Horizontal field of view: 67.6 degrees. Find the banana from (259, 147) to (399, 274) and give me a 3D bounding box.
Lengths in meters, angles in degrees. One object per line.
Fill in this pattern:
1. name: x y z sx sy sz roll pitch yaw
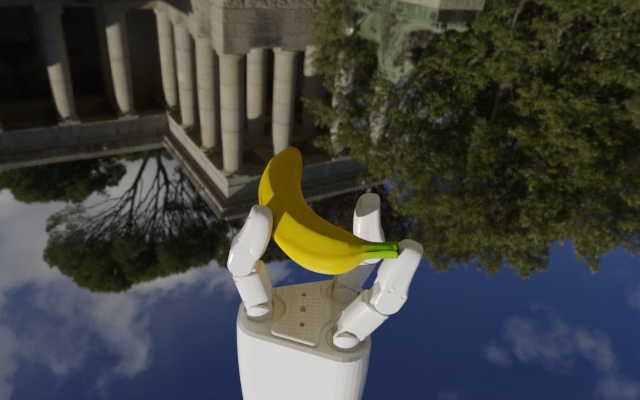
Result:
1. banana: -0.016 0.006 0.396 0.069 0.037 0.197 -11 33 -22
